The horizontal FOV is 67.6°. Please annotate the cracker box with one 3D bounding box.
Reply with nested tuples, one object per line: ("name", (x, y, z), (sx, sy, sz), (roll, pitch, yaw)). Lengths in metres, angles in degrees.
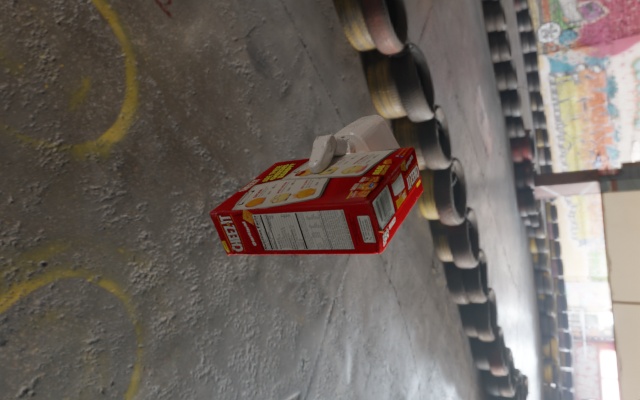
("cracker box", (0.000, 0.002, 0.593), (0.214, 0.072, 0.164), (-4, 23, 30))
